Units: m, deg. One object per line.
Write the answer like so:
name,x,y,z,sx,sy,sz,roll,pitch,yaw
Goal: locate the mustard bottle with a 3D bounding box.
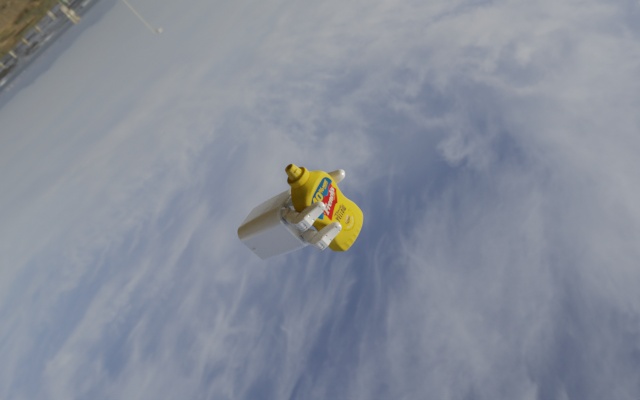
mustard bottle,0.001,0.003,0.867,0.058,0.096,0.192,-3,-41,46
